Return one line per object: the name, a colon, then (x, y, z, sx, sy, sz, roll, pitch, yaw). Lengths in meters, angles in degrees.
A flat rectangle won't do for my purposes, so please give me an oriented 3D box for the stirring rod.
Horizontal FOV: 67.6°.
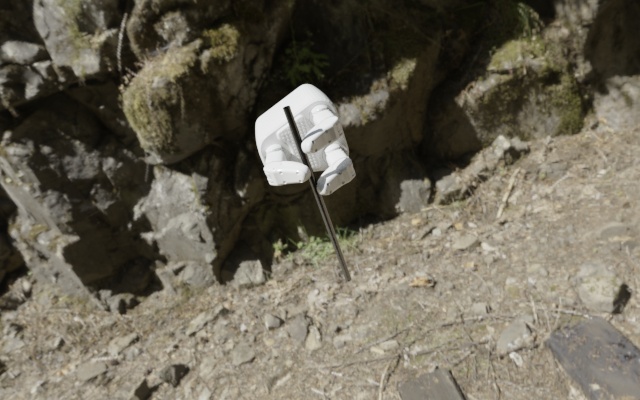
stirring rod: (0.000, 0.002, 0.558, 0.011, 0.240, 0.011, -15, 28, 8)
